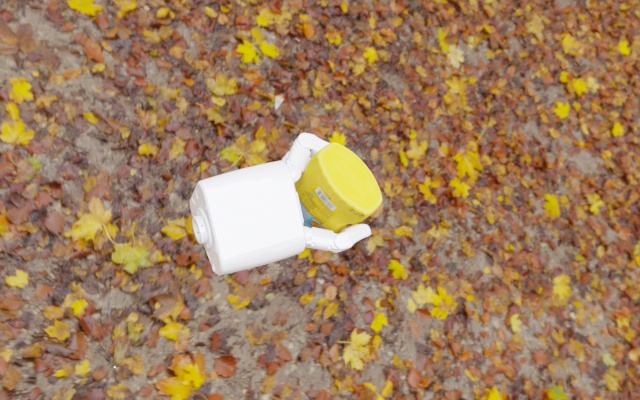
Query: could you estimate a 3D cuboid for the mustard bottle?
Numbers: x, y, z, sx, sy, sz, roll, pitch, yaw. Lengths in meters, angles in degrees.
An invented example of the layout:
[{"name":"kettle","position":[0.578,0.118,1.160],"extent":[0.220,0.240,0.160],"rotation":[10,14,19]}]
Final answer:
[{"name":"mustard bottle","position":[0.000,0.002,0.631],"extent":[0.058,0.096,0.192],"rotation":[-42,1,-29]}]
